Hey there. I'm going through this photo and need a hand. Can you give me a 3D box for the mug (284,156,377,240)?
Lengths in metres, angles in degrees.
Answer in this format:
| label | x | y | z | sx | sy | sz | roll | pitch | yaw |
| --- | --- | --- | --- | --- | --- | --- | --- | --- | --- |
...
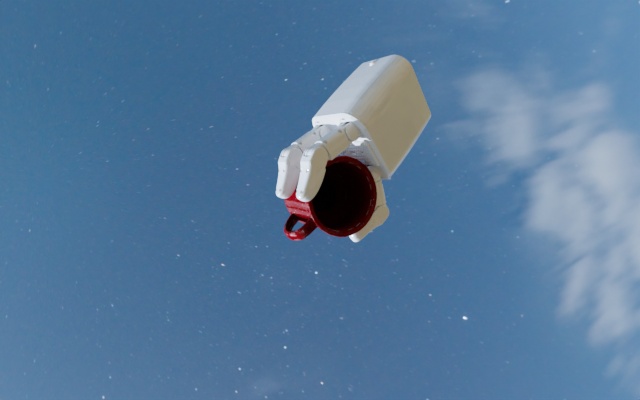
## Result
| label | x | y | z | sx | sy | sz | roll | pitch | yaw |
| --- | --- | --- | --- | --- | --- | --- | --- | --- | --- |
| mug | -0.001 | 0.003 | 0.576 | 0.093 | 0.117 | 0.081 | 47 | -18 | -24 |
